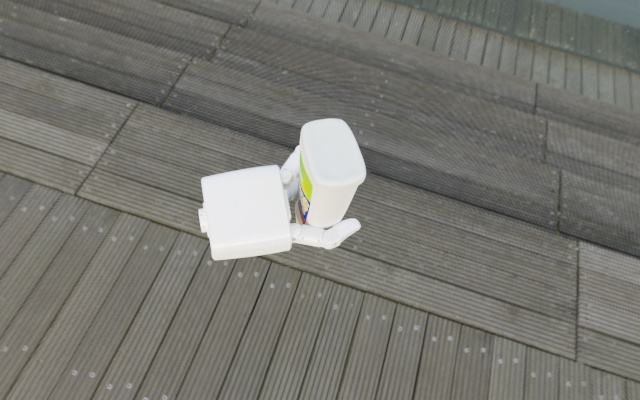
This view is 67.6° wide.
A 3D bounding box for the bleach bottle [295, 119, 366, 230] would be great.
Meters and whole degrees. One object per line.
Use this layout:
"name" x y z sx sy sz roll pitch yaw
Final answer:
"bleach bottle" 0.000 0.002 0.667 0.068 0.102 0.251 -9 -29 -13
